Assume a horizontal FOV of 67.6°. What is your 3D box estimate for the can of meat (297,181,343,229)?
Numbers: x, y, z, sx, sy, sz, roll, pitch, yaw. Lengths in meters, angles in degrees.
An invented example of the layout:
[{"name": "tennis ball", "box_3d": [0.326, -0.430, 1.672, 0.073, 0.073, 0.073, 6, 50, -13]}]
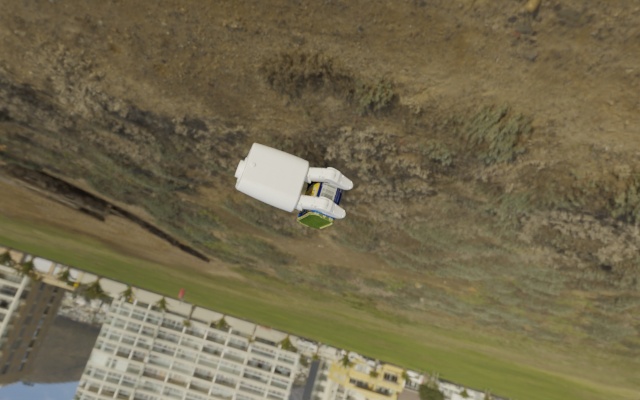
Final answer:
[{"name": "can of meat", "box_3d": [0.000, 0.003, 0.898, 0.057, 0.084, 0.102, 22, -18, -15]}]
